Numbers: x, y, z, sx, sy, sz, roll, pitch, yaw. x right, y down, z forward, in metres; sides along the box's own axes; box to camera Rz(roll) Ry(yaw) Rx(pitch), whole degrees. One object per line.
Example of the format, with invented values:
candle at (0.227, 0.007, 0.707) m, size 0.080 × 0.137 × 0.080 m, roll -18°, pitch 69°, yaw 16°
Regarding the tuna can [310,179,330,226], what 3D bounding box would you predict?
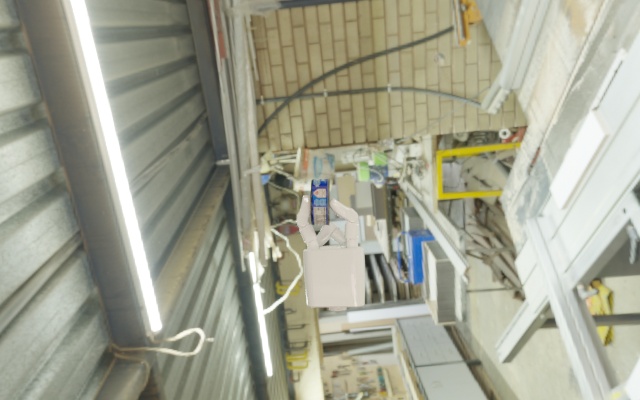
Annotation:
tuna can at (0.000, 0.003, 0.871) m, size 0.034 × 0.086 × 0.086 m, roll 0°, pitch 0°, yaw 2°
